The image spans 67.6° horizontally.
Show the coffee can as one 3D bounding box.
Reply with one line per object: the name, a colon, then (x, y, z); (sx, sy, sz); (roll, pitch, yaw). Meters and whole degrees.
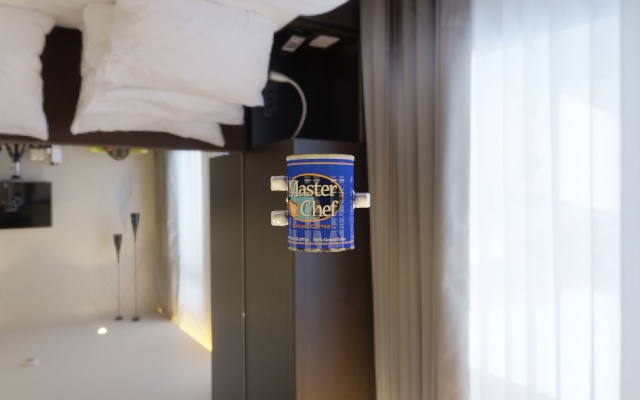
coffee can: (0.000, 0.002, 0.728); (0.103, 0.140, 0.103); (0, 1, 0)
